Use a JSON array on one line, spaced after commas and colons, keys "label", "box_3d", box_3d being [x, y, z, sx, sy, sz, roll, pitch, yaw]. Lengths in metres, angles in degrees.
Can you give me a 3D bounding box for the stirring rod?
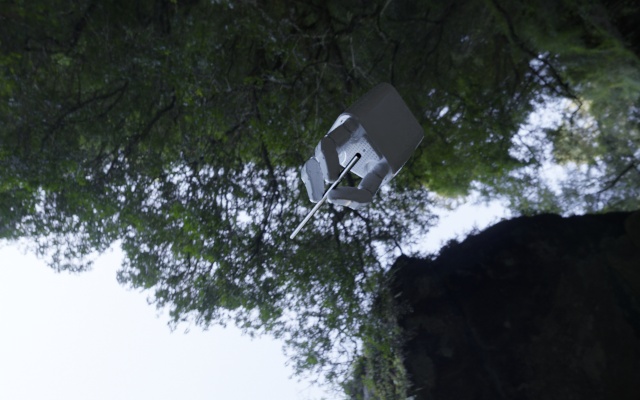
[{"label": "stirring rod", "box_3d": [0.000, 0.002, 0.651, 0.011, 0.011, 0.240, 0, -27, -24]}]
